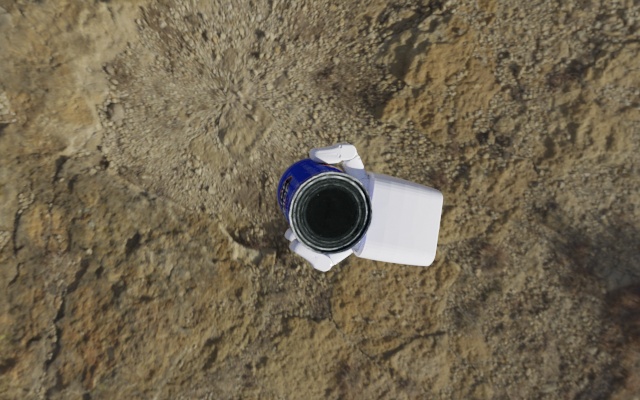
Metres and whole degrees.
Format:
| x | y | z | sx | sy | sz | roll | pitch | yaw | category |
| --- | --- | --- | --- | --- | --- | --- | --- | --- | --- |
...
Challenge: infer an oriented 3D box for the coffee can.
| x | y | z | sx | sy | sz | roll | pitch | yaw | category |
| --- | --- | --- | --- | --- | --- | --- | --- | --- | --- |
| 0.000 | 0.002 | 0.631 | 0.103 | 0.103 | 0.140 | 0 | 12 | -11 | coffee can |
